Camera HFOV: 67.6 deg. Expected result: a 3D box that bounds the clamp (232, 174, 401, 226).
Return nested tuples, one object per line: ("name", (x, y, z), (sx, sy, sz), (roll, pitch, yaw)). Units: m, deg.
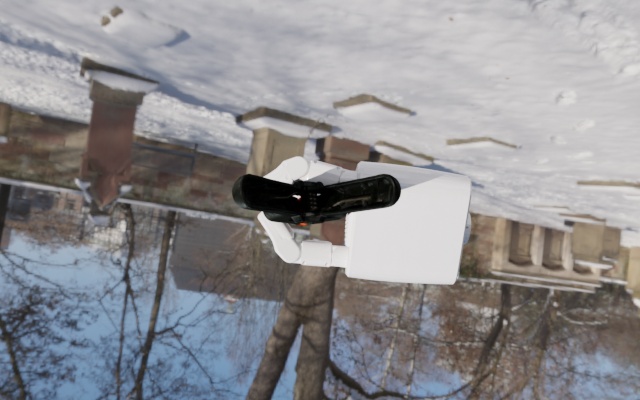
("clamp", (0.000, 0.002, 0.407), (0.120, 0.039, 0.171), (4, -4, 2))
